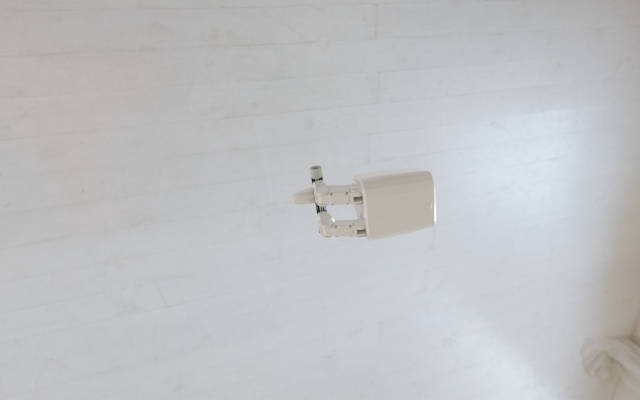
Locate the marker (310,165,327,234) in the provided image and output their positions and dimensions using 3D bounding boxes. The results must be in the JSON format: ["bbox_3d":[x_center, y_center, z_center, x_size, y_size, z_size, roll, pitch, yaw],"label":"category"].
[{"bbox_3d":[0.000,0.003,0.765,0.020,0.121,0.020,-7,26,3],"label":"marker"}]
